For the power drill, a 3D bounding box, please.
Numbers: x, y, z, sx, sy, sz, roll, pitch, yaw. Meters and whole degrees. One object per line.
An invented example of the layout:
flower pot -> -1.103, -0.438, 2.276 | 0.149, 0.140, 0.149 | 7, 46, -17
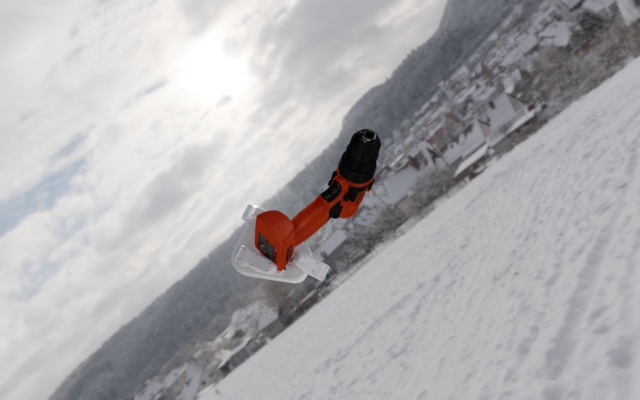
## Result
power drill -> 0.000, 0.002, 0.643 | 0.187, 0.057, 0.185 | -35, -22, -26
